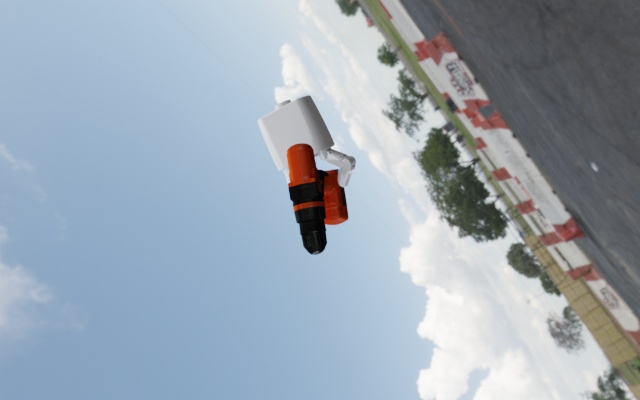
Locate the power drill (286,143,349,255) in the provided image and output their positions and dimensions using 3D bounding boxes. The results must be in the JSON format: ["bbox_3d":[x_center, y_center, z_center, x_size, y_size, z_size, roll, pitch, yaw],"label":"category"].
[{"bbox_3d":[0.000,0.003,0.844,0.057,0.184,0.187,-10,-8,15],"label":"power drill"}]
